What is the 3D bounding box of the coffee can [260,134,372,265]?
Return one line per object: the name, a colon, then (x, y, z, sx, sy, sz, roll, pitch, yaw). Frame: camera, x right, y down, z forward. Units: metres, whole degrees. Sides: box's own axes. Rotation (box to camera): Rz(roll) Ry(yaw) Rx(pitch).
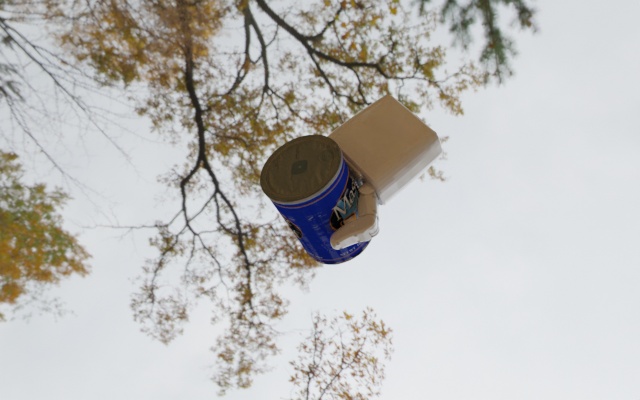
coffee can: (0.000, 0.002, 0.603, 0.103, 0.102, 0.140, 0, -37, 26)
